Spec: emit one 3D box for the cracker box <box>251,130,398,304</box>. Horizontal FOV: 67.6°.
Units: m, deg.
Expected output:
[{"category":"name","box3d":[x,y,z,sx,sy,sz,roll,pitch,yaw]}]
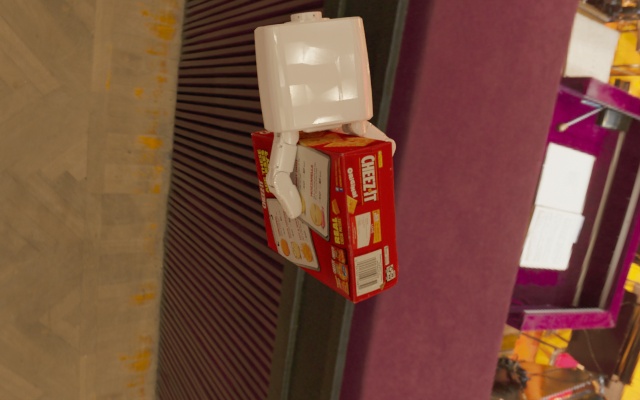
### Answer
[{"category":"cracker box","box3d":[0.000,0.002,0.573,0.072,0.164,0.213,-16,20,-28]}]
